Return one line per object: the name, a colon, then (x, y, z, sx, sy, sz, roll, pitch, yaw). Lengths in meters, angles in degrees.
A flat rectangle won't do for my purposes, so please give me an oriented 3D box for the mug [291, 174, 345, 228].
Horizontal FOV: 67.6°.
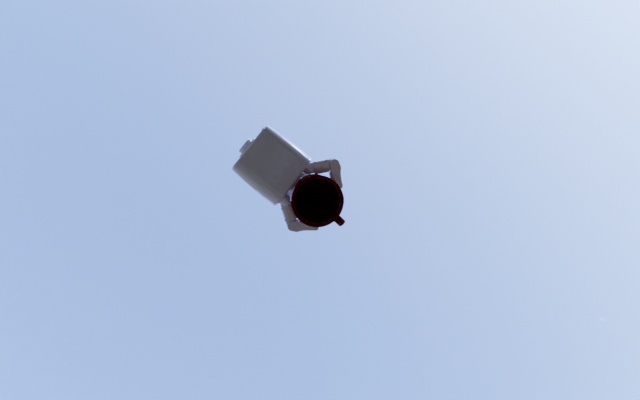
mug: (0.001, 0.004, 0.875, 0.117, 0.093, 0.081, 40, 4, -11)
